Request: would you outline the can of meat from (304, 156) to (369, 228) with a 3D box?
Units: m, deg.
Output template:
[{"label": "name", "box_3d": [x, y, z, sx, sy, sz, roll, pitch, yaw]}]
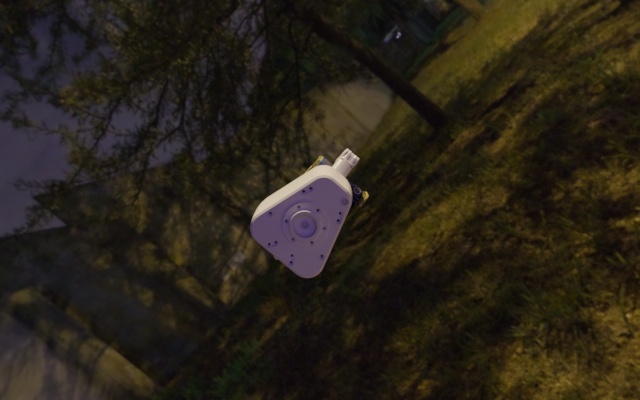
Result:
[{"label": "can of meat", "box_3d": [0.000, 0.002, 0.650, 0.084, 0.102, 0.057, 41, 10, -5]}]
